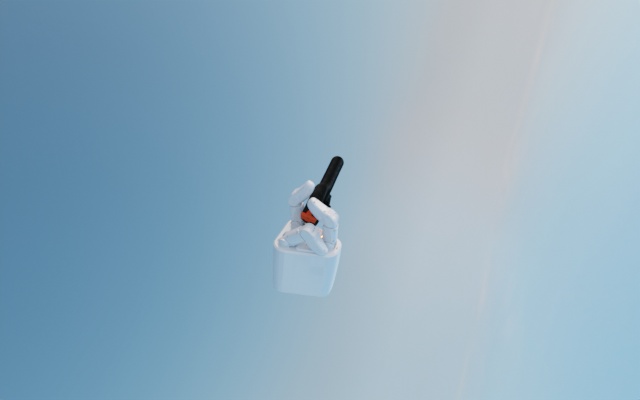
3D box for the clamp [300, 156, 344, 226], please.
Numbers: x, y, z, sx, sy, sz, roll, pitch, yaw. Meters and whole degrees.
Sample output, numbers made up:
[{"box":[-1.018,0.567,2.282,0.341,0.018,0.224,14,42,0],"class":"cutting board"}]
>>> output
[{"box":[0.001,0.003,0.880,0.039,0.120,0.171,17,37,13],"class":"clamp"}]
